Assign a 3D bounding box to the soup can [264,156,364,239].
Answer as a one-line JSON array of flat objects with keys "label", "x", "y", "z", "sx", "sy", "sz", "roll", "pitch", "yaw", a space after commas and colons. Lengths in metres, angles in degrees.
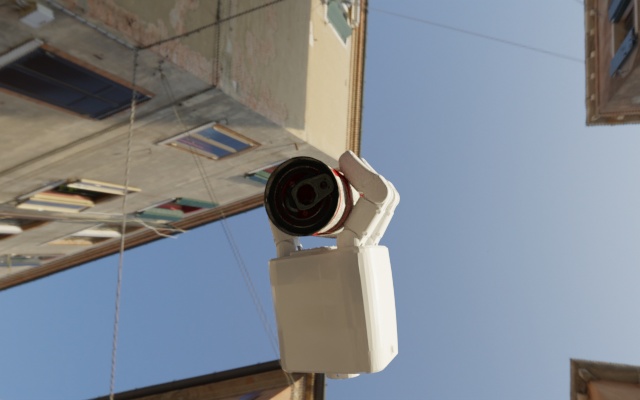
[{"label": "soup can", "x": 0.000, "y": 0.001, "z": 0.444, "sx": 0.068, "sy": 0.068, "sz": 0.102, "roll": 0, "pitch": -6, "yaw": 19}]
